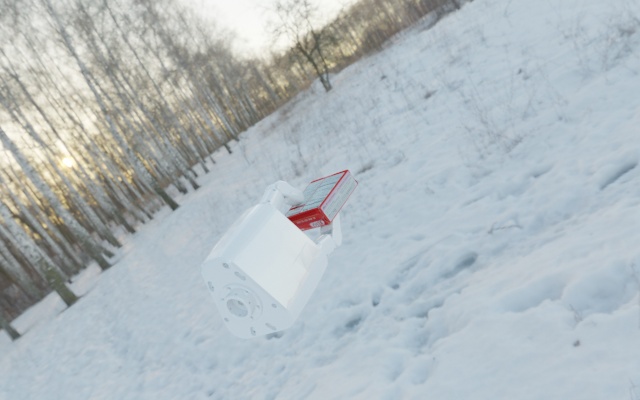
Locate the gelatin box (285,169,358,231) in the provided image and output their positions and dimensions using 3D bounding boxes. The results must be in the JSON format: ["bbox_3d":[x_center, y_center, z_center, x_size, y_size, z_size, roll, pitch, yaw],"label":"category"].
[{"bbox_3d":[0.000,0.002,0.640,0.073,0.030,0.089,-17,27,44],"label":"gelatin box"}]
